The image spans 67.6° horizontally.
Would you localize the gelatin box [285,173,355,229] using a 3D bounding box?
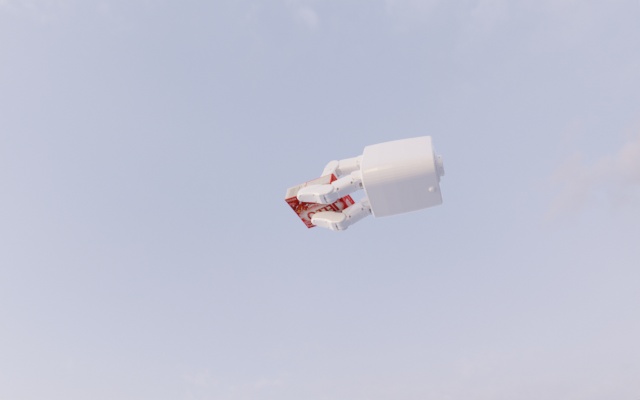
[{"bbox_3d":[0.000,0.002,0.753,0.089,0.030,0.073,-17,-51,27],"label":"gelatin box"}]
